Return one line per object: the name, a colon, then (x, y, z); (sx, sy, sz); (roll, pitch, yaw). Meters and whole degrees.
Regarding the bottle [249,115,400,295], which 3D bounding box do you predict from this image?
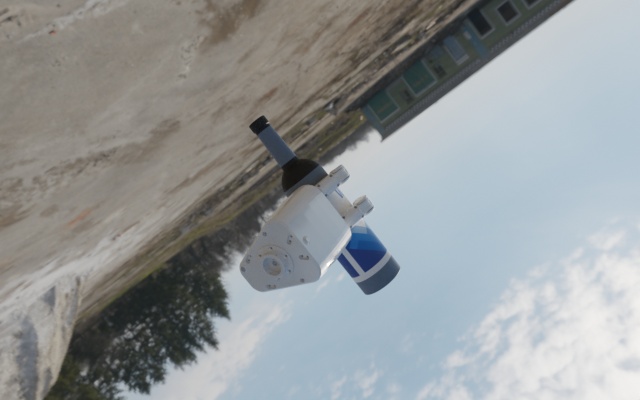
bottle: (0.000, 0.002, 0.688); (0.069, 0.296, 0.069); (-38, 5, 4)
